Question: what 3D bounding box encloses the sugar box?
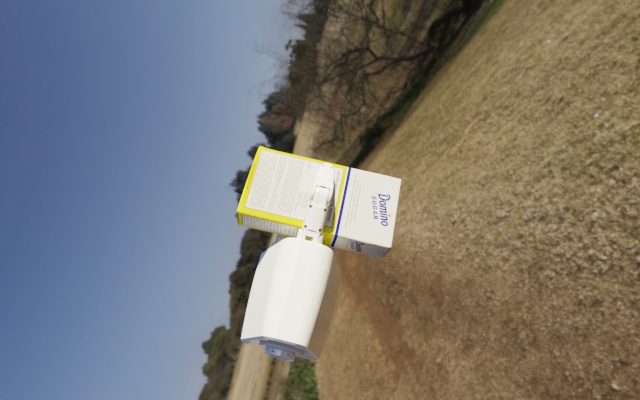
[{"bbox_3d":[0.000,0.002,0.561,0.176,0.093,0.048,15,-26,-2],"label":"sugar box"}]
